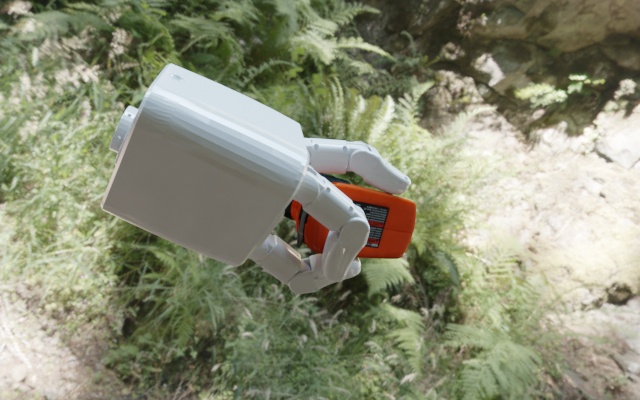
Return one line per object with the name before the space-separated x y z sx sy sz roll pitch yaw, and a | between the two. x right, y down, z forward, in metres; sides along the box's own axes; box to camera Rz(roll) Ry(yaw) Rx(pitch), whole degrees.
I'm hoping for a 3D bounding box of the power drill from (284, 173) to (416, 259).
power drill | 0.000 0.002 0.458 0.184 0.057 0.187 8 8 -35
